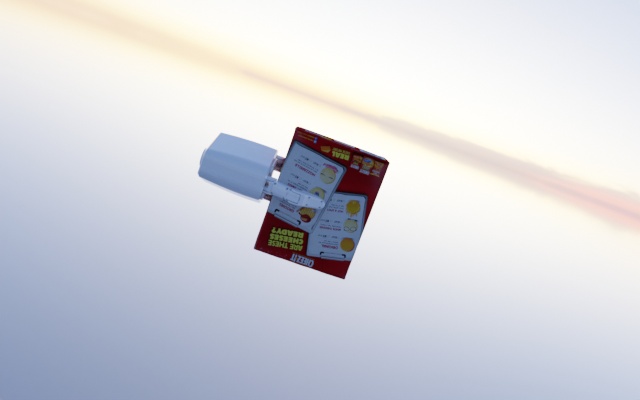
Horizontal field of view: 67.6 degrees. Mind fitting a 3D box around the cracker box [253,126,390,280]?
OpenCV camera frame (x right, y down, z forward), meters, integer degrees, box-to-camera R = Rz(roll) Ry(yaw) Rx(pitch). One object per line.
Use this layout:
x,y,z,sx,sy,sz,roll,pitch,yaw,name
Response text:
0.000,0.003,0.804,0.164,0.214,0.072,19,11,-4,cracker box
